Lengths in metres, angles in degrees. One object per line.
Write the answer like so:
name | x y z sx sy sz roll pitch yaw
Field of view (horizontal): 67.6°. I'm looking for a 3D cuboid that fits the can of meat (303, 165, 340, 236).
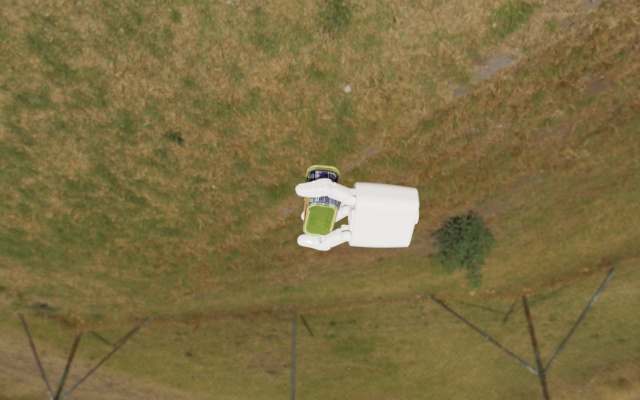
can of meat | 0.000 0.003 0.838 0.057 0.084 0.102 5 -36 -5
